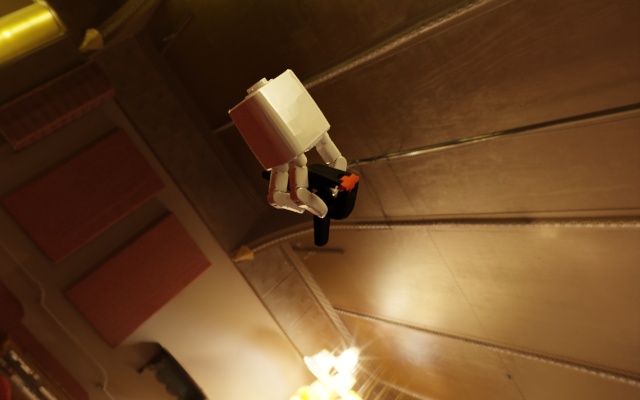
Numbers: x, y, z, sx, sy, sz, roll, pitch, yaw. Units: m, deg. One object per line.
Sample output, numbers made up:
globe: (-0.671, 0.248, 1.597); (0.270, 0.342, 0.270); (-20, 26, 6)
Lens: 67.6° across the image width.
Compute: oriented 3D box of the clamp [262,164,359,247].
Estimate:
clamp: (0.001, 0.002, 0.735); (0.036, 0.164, 0.210); (-43, 16, -27)
